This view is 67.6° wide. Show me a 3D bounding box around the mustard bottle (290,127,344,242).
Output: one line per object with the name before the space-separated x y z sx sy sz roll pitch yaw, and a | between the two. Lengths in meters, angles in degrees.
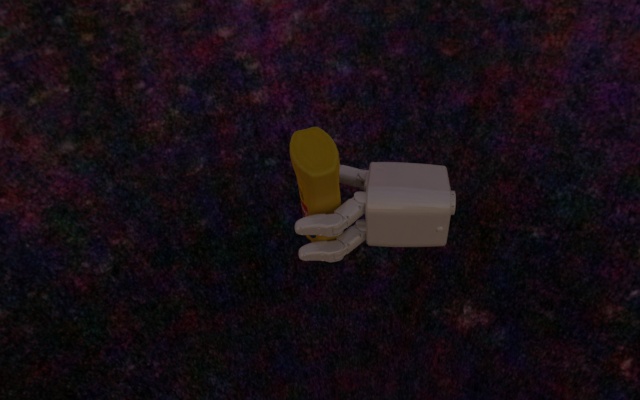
mustard bottle | 0.000 0.002 0.648 0.058 0.192 0.096 -16 46 -8
